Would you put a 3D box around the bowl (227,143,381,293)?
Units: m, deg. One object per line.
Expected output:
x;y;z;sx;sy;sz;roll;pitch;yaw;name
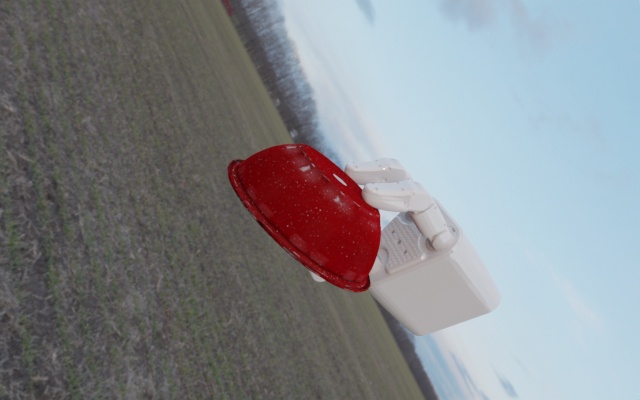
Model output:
-0.001;0.001;0.411;0.162;0.055;0.162;40;13;-11;bowl
